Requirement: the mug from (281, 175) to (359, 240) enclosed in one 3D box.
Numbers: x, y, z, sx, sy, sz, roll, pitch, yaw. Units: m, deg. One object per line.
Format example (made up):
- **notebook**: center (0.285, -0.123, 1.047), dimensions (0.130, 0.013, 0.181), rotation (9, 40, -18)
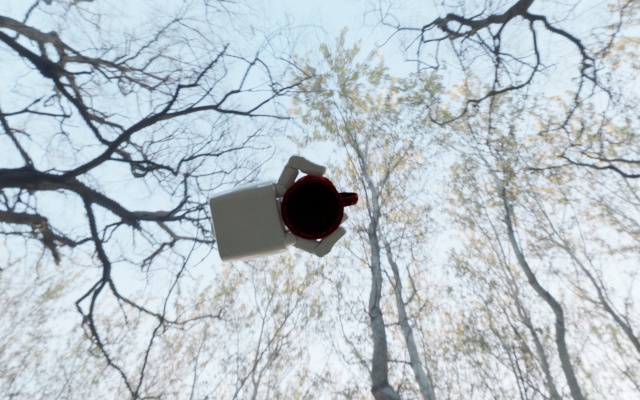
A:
- **mug**: center (0.002, 0.002, 0.735), dimensions (0.117, 0.093, 0.081), rotation (-11, 13, 3)
